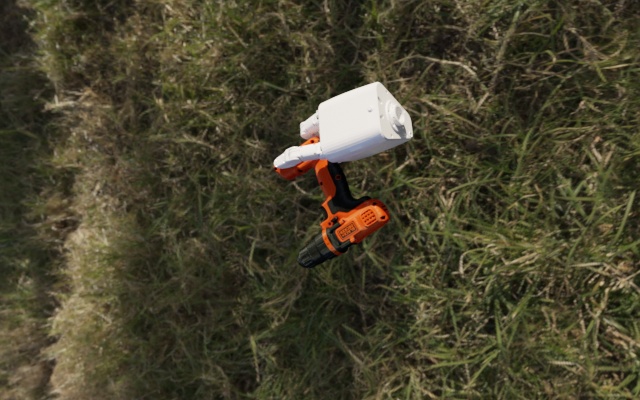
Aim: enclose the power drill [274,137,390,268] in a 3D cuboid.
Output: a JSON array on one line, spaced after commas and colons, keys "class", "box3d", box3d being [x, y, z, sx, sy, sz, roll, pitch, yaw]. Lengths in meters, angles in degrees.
[{"class": "power drill", "box3d": [0.000, 0.002, 0.804, 0.184, 0.187, 0.057, -34, -8, 22]}]
